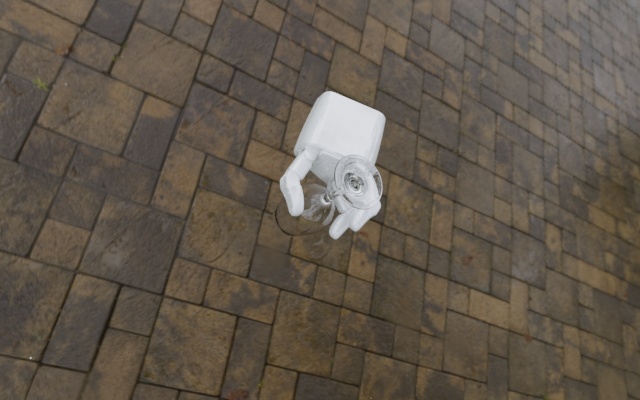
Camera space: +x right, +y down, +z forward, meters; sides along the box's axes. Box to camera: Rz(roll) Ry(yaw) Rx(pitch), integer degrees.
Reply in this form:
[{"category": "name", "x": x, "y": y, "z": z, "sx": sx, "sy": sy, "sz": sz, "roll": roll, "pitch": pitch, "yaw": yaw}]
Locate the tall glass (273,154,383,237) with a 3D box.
[{"category": "tall glass", "x": 0.000, "y": 0.002, "z": 0.691, "sx": 0.079, "sy": 0.079, "sz": 0.201, "roll": 0, "pitch": -16, "yaw": -31}]
